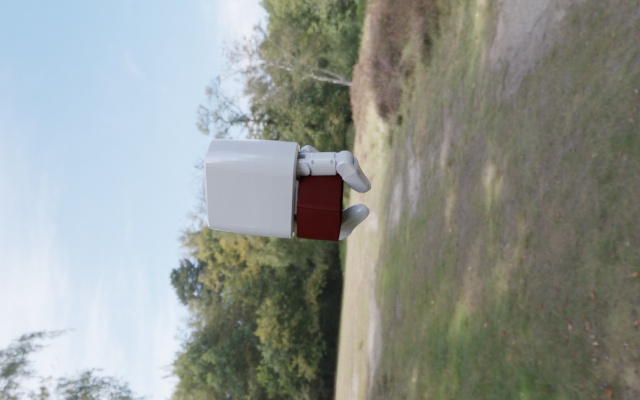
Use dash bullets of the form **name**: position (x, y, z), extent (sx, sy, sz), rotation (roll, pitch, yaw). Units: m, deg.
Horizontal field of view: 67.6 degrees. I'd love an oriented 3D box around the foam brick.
- **foam brick**: position (0.000, 0.002, 0.565), extent (0.051, 0.053, 0.078), rotation (5, 44, 1)
